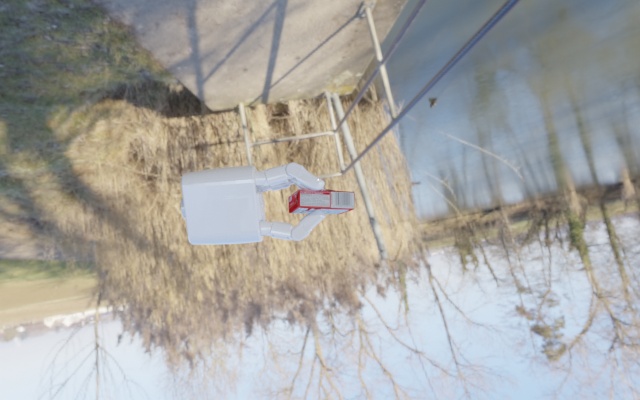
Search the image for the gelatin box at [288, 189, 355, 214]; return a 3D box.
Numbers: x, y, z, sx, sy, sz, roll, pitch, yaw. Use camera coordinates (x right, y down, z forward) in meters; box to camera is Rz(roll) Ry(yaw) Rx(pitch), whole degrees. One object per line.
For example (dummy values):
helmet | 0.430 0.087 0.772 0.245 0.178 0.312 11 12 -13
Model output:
gelatin box | 0.000 0.003 0.730 0.089 0.030 0.073 2 -8 -13
